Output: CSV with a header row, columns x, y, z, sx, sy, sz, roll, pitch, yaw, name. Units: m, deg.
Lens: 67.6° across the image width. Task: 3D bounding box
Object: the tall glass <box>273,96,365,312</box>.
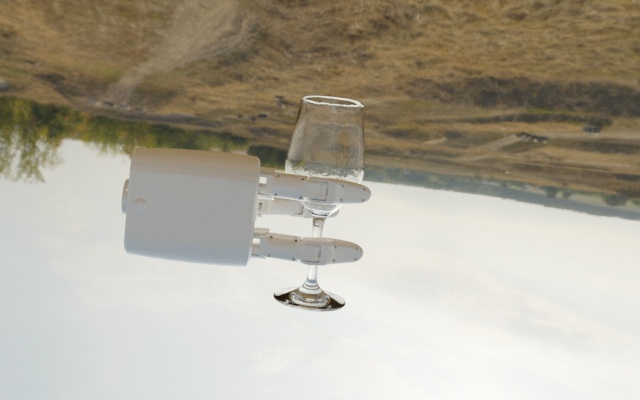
x,y,z,sx,sy,sz,roll,pitch,yaw,name
0.000,0.002,0.474,0.079,0.201,0.079,7,5,-1,tall glass
